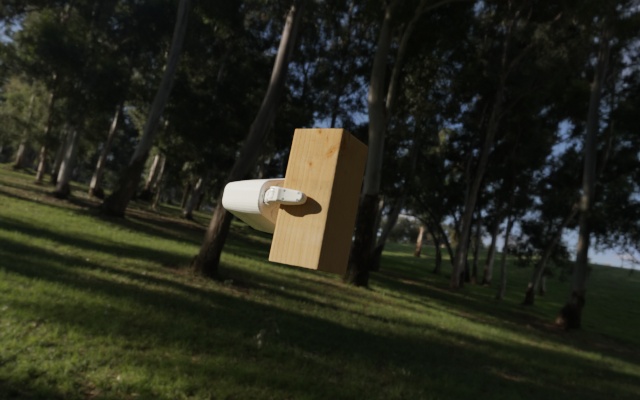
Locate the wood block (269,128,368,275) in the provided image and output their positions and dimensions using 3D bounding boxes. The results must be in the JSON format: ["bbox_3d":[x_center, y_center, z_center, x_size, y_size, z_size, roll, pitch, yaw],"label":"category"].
[{"bbox_3d":[0.000,0.002,0.732,0.090,0.206,0.091,5,-9,32],"label":"wood block"}]
